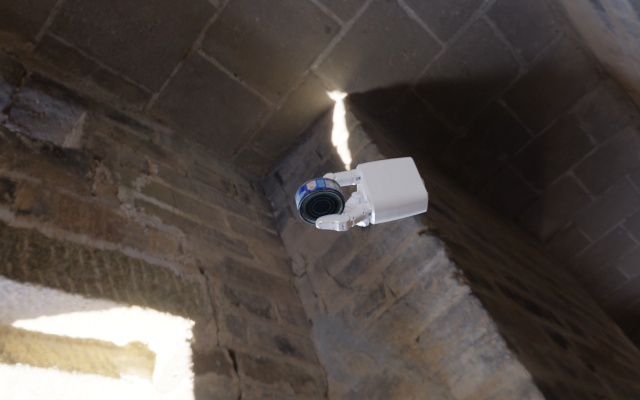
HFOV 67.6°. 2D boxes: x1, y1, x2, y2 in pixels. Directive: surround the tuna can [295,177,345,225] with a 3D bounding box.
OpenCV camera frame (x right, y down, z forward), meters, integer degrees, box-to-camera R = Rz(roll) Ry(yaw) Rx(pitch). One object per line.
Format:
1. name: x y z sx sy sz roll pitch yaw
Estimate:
1. tuna can: 0.000 0.003 0.843 0.086 0.086 0.033 0 40 -12
